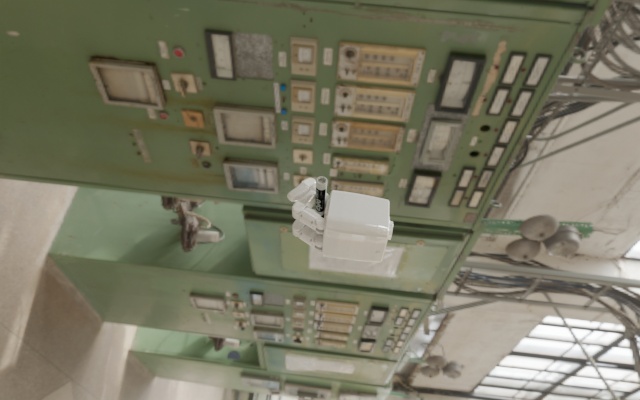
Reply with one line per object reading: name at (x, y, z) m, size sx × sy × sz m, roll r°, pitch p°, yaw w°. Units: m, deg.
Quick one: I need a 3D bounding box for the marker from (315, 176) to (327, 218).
marker at (0.000, 0.003, 0.835) m, size 0.020 × 0.020 × 0.121 m, roll 0°, pitch -37°, yaw -2°
